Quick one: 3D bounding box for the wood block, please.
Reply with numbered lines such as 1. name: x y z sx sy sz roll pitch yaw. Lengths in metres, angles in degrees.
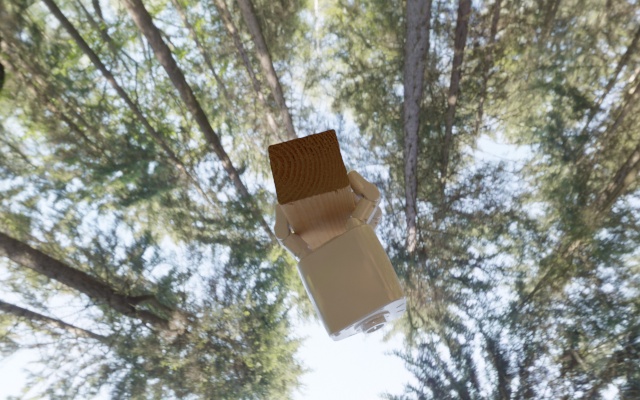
1. wood block: 0.000 0.003 0.672 0.091 0.090 0.206 -15 -28 2
